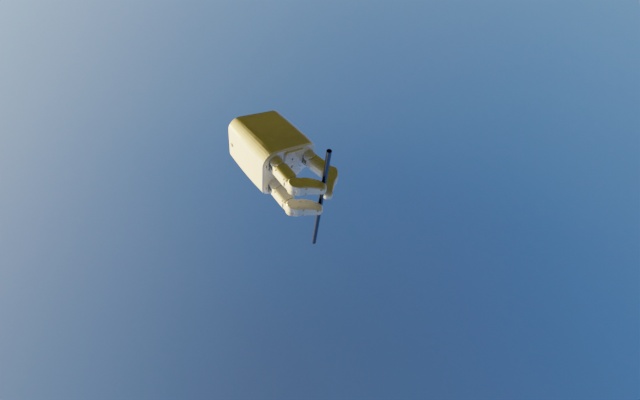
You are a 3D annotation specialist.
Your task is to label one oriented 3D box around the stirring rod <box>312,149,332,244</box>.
[{"bbox_3d":[0.000,0.002,0.776,0.011,0.011,0.240,0,-38,-7],"label":"stirring rod"}]
